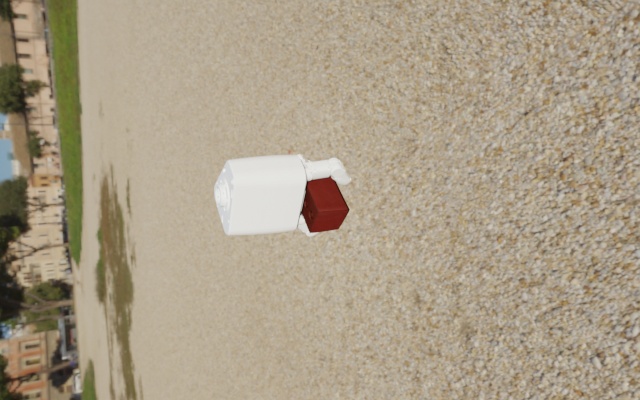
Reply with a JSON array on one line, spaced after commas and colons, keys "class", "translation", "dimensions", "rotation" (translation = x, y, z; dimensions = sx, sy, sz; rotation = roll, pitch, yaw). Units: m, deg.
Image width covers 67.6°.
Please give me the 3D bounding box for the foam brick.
[{"class": "foam brick", "translation": [0.000, 0.003, 0.720], "dimensions": [0.051, 0.078, 0.053], "rotation": [-6, -37, -26]}]
